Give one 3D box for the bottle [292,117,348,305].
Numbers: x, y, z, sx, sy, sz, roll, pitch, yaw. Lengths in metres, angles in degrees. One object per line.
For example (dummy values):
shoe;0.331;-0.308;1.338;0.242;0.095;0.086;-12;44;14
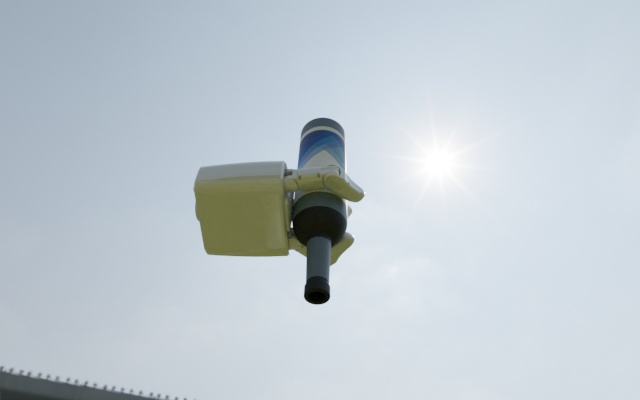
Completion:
bottle;0.000;0.002;0.598;0.069;0.069;0.295;0;41;2
